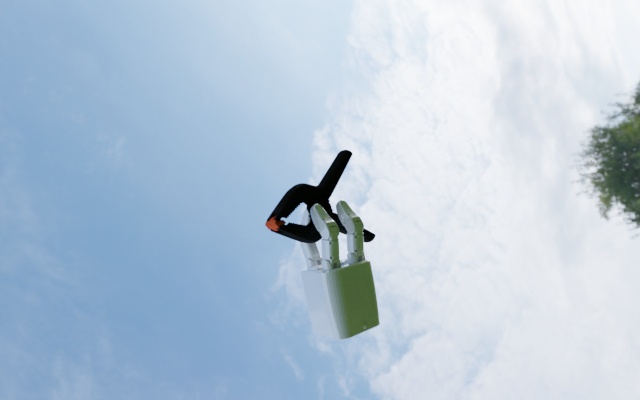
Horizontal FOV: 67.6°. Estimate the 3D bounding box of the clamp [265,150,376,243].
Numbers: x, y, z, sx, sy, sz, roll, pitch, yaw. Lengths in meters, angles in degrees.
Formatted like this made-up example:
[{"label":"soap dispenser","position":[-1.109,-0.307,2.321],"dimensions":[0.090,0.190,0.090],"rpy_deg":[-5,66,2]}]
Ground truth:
[{"label":"clamp","position":[-0.001,0.003,0.769],"dimensions":[0.210,0.164,0.036],"rpy_deg":[-9,-4,-41]}]
